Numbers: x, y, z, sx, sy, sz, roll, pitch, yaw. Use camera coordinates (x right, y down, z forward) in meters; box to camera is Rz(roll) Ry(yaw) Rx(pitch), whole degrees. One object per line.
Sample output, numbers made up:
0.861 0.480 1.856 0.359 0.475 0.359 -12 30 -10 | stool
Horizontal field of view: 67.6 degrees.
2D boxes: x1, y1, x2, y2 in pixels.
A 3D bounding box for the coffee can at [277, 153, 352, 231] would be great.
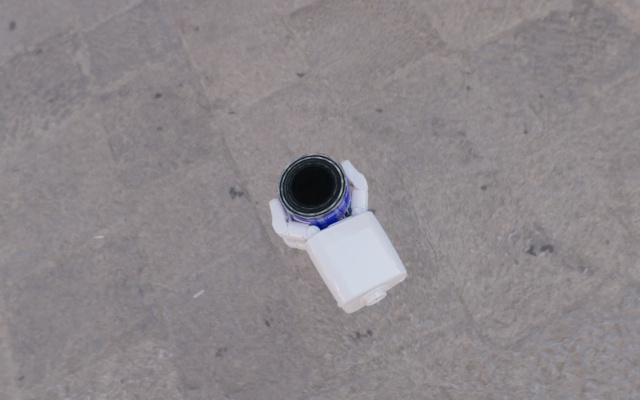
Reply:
0.000 0.002 0.744 0.103 0.102 0.140 0 -21 12 | coffee can
